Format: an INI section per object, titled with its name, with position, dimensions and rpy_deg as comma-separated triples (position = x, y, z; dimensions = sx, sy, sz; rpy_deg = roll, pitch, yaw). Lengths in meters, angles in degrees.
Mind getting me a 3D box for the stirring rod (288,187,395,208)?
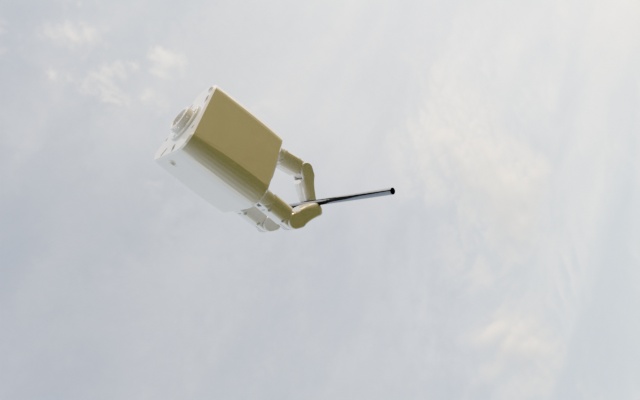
[stirring rod]
position = 0.000, 0.002, 0.596
dimensions = 0.011, 0.011, 0.239
rpy_deg = 0, -6, -40
